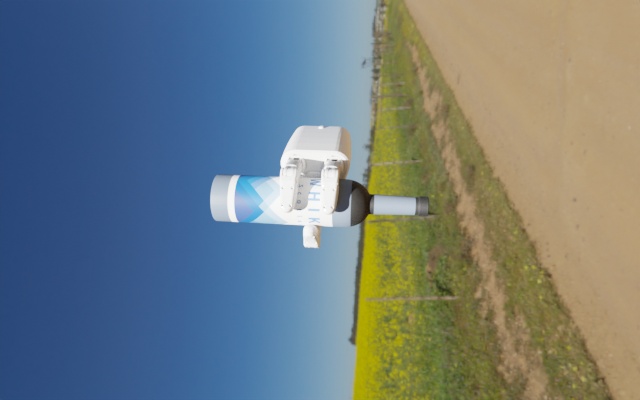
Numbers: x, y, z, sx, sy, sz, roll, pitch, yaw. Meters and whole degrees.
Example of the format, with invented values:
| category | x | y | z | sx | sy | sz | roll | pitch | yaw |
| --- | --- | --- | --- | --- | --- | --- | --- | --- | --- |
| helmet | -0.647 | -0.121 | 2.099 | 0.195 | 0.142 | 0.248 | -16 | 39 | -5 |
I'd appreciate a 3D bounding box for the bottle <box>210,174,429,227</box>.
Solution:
| category | x | y | z | sx | sy | sz | roll | pitch | yaw |
| --- | --- | --- | --- | --- | --- | --- | --- | --- | --- |
| bottle | 0.000 | 0.002 | 0.665 | 0.296 | 0.069 | 0.069 | 2 | 0 | 6 |
